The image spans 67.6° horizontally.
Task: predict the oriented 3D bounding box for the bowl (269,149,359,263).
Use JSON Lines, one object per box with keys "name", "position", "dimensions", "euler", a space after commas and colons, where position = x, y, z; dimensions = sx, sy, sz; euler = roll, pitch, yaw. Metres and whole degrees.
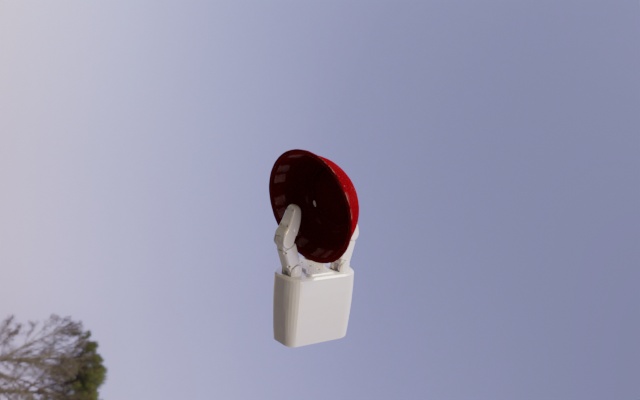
{"name": "bowl", "position": [0.001, 0.001, 0.656], "dimensions": [0.055, 0.162, 0.162], "euler": [-23, 15, -39]}
